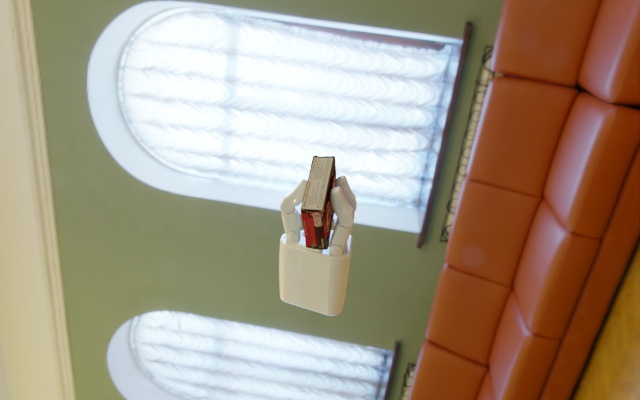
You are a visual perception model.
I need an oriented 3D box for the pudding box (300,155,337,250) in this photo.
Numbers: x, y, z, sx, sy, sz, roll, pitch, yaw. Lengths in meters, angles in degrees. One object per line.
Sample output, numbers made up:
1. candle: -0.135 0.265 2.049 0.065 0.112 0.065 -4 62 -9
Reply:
1. pudding box: 0.000 0.002 0.710 0.039 0.113 0.090 4 -41 7
